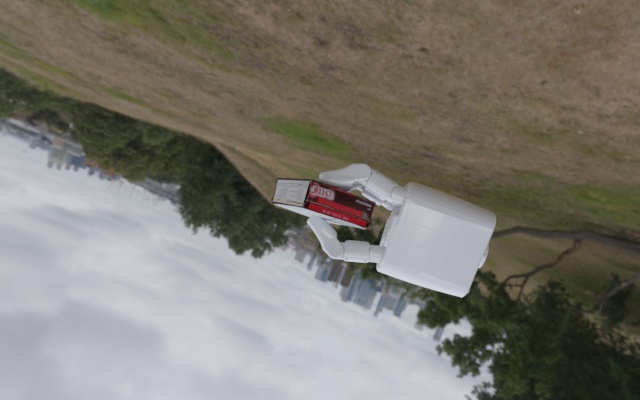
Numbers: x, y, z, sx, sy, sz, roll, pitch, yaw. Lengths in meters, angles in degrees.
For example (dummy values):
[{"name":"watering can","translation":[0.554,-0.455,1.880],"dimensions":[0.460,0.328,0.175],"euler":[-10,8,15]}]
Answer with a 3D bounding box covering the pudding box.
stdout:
[{"name":"pudding box","translation":[0.000,0.002,0.587],"dimensions":[0.090,0.039,0.113],"euler":[20,-7,-25]}]
